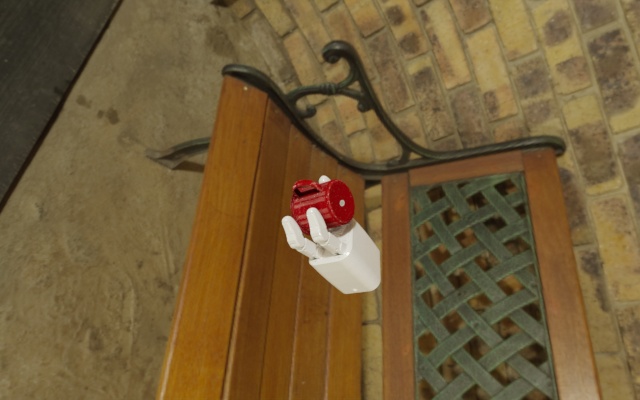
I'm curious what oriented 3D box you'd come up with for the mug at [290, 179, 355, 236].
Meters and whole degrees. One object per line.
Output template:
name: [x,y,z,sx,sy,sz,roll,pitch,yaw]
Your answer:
mug: [-0.001,0.002,0.844,0.081,0.093,0.117,-16,-50,37]
